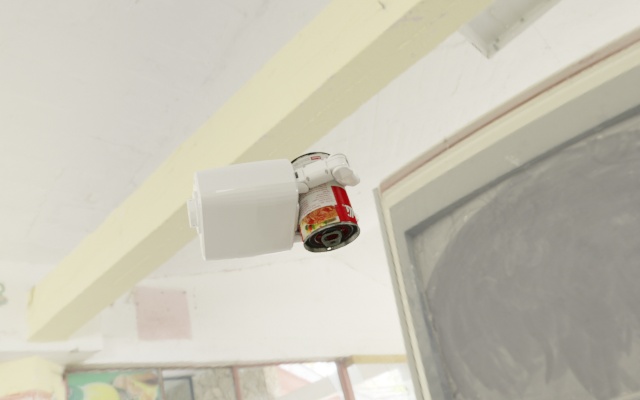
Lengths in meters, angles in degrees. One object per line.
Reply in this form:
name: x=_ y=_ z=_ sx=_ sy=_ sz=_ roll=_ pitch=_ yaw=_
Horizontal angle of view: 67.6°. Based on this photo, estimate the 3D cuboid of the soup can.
soup can: x=0.001 y=0.001 z=0.568 sx=0.068 sy=0.102 sz=0.068 roll=-13 pitch=-29 yaw=-8
